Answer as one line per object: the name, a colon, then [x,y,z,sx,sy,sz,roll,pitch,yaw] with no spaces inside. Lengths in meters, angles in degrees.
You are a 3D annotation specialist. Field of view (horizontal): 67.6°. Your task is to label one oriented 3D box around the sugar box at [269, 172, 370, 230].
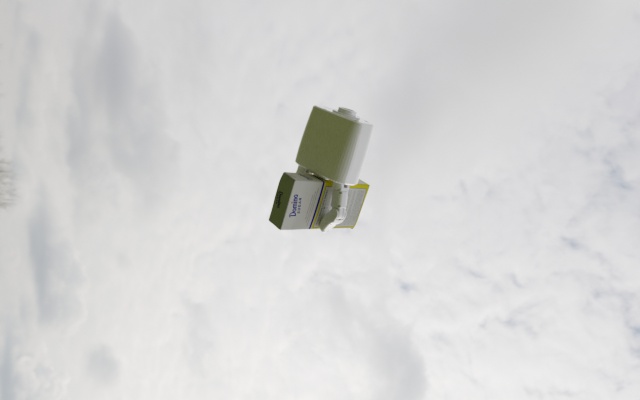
sugar box: [0.000,0.002,0.840,0.176,0.093,0.048,4,22,-39]
